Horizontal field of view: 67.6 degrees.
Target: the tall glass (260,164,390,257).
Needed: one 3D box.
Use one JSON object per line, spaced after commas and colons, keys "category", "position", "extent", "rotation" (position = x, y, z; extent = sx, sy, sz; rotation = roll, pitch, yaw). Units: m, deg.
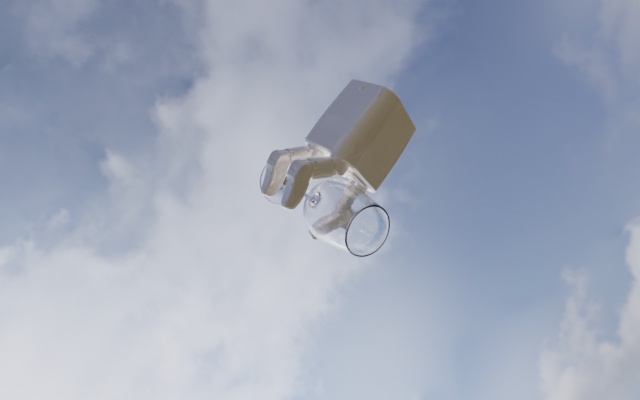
{"category": "tall glass", "position": [0.000, 0.002, 0.600], "extent": [0.079, 0.079, 0.201], "rotation": [0, 19, -34]}
